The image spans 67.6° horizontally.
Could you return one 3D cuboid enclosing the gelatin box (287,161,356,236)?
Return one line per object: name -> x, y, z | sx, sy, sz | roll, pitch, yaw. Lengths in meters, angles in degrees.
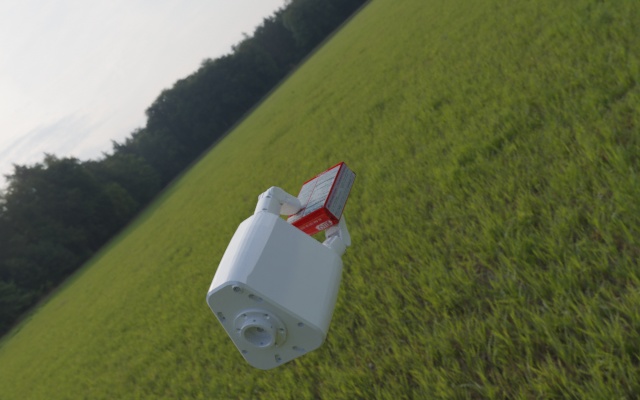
gelatin box -> 0.000, 0.001, 0.584 | 0.073, 0.089, 0.030 | -28, -62, 39
